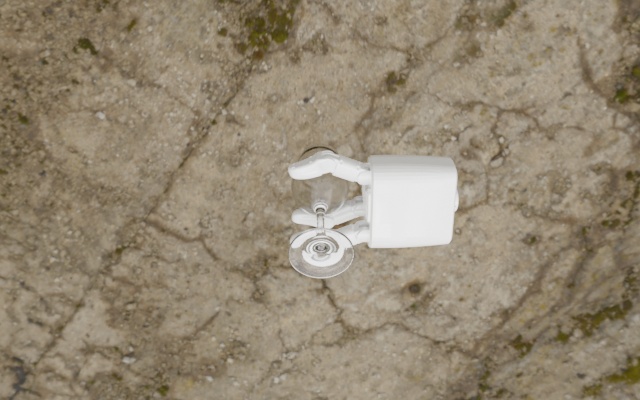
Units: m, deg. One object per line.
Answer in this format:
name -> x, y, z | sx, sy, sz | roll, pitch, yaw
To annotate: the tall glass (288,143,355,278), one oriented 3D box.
tall glass -> 0.000, 0.002, 0.611 | 0.079, 0.079, 0.201 | 0, 36, -1
